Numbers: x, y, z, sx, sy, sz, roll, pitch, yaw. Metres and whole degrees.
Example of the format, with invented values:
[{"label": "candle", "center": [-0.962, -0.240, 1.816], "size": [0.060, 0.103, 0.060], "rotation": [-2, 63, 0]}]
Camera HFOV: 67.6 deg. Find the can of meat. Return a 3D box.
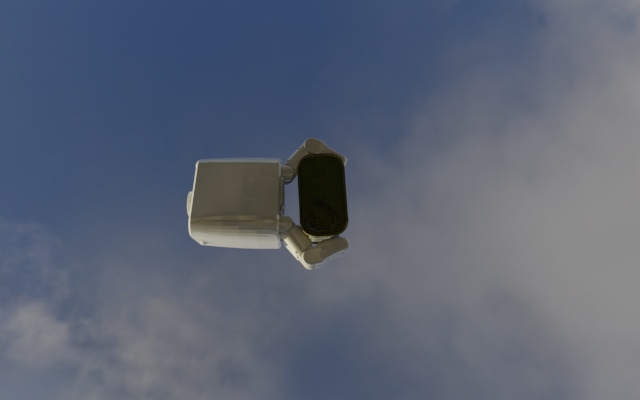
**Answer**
[{"label": "can of meat", "center": [0.000, 0.002, 0.604], "size": [0.057, 0.102, 0.084], "rotation": [-3, -13, -4]}]
